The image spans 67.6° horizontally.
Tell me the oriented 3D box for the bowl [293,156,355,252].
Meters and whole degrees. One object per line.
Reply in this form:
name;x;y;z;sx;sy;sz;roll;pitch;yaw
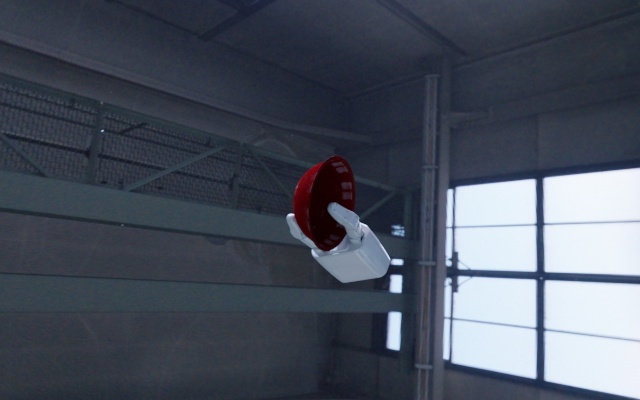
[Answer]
bowl;-0.001;0.002;0.814;0.055;0.162;0.162;8;4;30
